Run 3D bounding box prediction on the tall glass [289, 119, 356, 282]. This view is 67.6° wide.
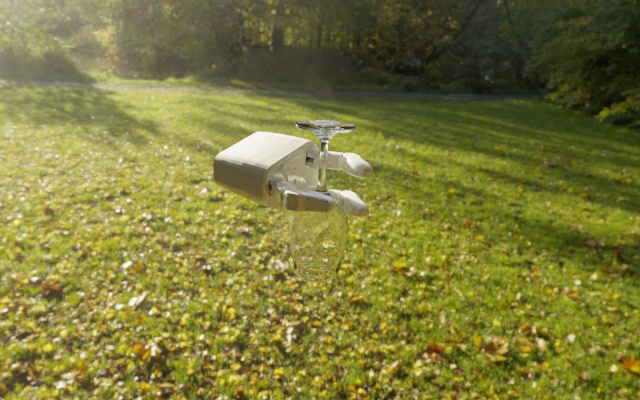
[{"bbox_3d":[0.000,0.001,0.612,0.079,0.201,0.079,3,19,-1],"label":"tall glass"}]
